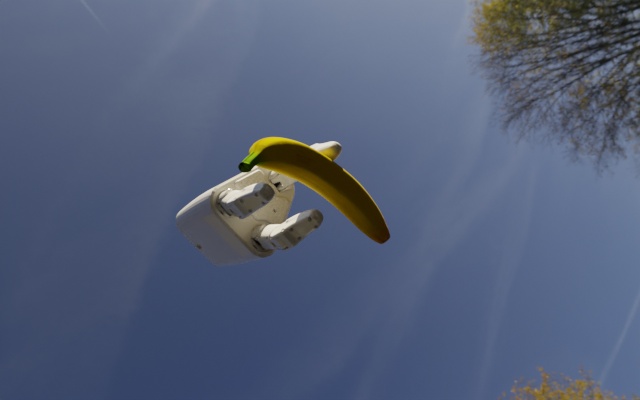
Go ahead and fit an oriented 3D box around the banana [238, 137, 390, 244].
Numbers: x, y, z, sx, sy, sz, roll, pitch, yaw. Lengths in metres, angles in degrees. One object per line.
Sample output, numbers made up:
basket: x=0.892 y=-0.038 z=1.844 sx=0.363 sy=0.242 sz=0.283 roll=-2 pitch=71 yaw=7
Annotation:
banana: x=-0.001 y=-0.016 z=0.490 sx=0.198 sy=0.069 sz=0.037 roll=27 pitch=-36 yaw=-33
